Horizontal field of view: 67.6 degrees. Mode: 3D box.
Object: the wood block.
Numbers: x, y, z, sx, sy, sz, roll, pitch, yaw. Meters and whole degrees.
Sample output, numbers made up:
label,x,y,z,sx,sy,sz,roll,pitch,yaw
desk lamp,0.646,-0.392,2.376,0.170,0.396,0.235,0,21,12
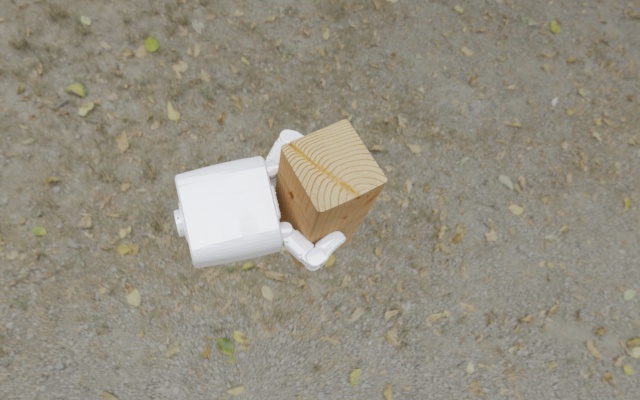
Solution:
label,x,y,z,sx,sy,sz,roll,pitch,yaw
wood block,0.000,0.002,0.609,0.090,0.090,0.206,-25,-18,-18
